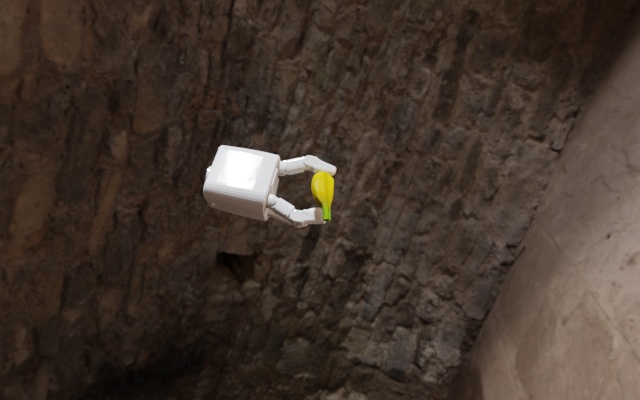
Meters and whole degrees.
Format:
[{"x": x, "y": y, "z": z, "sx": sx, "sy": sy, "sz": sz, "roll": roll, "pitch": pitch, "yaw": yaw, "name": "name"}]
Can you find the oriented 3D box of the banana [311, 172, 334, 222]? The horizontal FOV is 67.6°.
[{"x": 0.002, "y": -0.015, "z": 0.807, "sx": 0.037, "sy": 0.069, "sz": 0.198, "roll": 7, "pitch": 8, "yaw": 0, "name": "banana"}]
